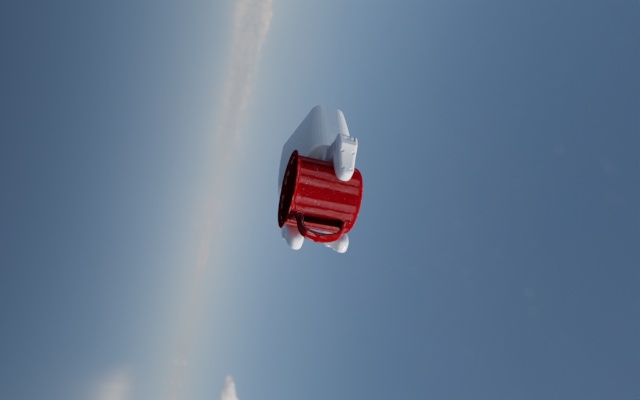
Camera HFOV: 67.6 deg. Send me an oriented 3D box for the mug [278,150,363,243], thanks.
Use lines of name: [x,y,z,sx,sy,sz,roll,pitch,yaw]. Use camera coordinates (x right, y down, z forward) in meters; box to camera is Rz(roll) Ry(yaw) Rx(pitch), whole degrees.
mug: [0.000,0.003,0.554,0.081,0.093,0.117,11,40,-13]
